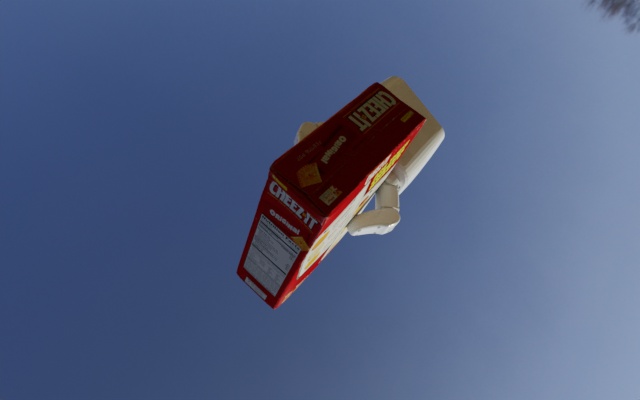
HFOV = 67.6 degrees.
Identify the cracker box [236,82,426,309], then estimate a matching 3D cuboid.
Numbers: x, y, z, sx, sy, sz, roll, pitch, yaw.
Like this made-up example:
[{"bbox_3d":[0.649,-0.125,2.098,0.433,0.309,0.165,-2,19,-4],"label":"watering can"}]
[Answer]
[{"bbox_3d":[0.000,0.002,0.499,0.164,0.072,0.214,-44,-11,-34],"label":"cracker box"}]
